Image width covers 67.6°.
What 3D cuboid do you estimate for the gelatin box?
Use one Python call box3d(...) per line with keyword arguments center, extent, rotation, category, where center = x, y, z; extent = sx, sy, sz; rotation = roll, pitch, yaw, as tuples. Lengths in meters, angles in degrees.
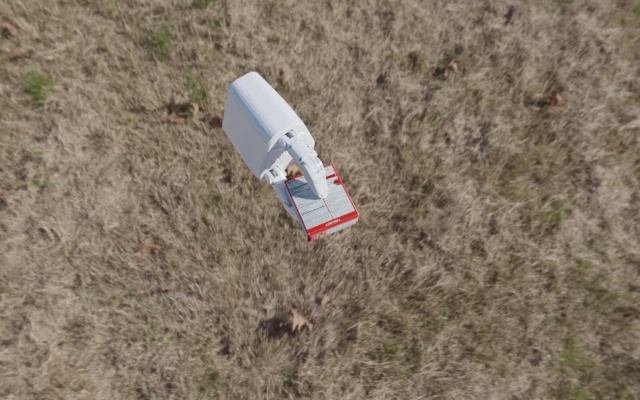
box3d(center=(0.000, 0.002, 0.646), extent=(0.073, 0.089, 0.030), rotation=(-21, -25, -11), category="gelatin box")
